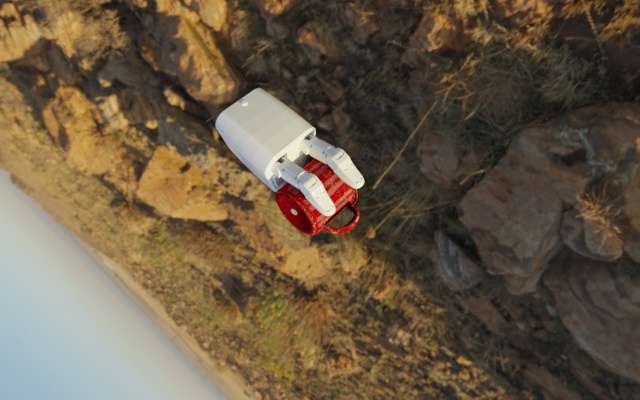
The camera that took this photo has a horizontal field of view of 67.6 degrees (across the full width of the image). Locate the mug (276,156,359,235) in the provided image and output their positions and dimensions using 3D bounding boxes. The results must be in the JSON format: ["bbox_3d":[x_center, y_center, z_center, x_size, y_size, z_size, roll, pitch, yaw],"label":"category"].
[{"bbox_3d":[0.001,0.003,0.670,0.081,0.117,0.093,-42,-17,-24],"label":"mug"}]
